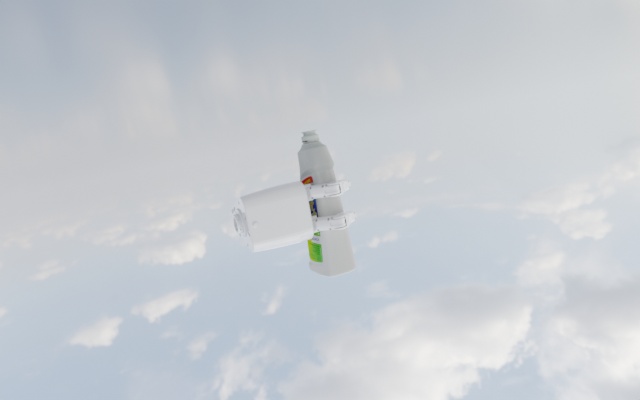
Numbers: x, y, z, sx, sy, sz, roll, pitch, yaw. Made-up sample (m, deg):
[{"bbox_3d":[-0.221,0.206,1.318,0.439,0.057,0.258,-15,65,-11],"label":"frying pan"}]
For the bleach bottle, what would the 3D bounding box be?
[{"bbox_3d":[0.000,0.003,0.843,0.068,0.251,0.102,-14,8,-22],"label":"bleach bottle"}]
